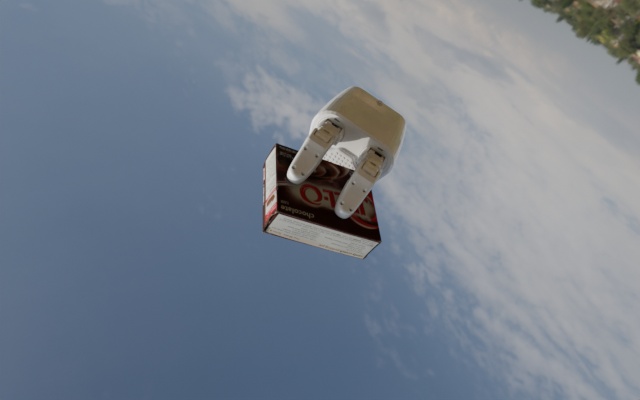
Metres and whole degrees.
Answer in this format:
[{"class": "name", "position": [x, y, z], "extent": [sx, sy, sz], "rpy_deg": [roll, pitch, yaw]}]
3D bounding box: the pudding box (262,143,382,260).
[{"class": "pudding box", "position": [0.000, 0.002, 0.468], "extent": [0.113, 0.090, 0.039], "rpy_deg": [15, -47, -22]}]
